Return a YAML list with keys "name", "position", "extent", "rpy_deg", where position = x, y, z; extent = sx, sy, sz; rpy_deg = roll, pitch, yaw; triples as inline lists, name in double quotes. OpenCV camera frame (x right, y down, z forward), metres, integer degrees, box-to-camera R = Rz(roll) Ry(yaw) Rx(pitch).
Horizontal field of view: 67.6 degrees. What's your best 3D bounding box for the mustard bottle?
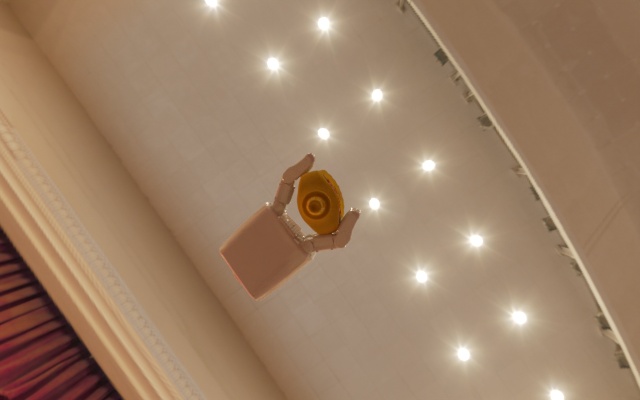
- name: "mustard bottle"
  position: [0.000, 0.002, 0.721]
  extent: [0.058, 0.096, 0.191]
  rpy_deg: [-16, 2, 6]
